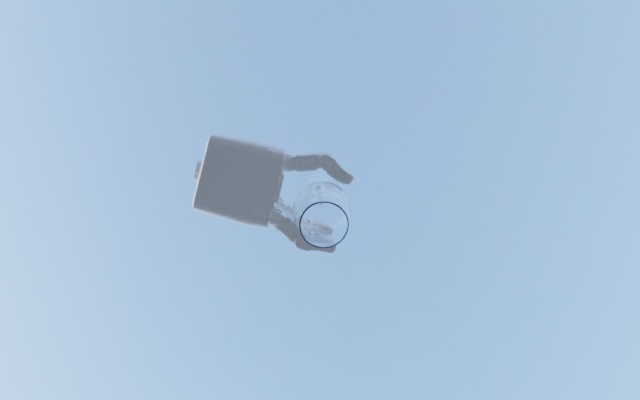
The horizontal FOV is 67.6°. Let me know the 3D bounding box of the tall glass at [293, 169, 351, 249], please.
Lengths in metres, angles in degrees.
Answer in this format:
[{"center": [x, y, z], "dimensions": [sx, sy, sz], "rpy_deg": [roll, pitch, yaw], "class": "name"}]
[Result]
[{"center": [0.000, 0.002, 0.678], "dimensions": [0.079, 0.079, 0.201], "rpy_deg": [0, 17, -3], "class": "tall glass"}]
